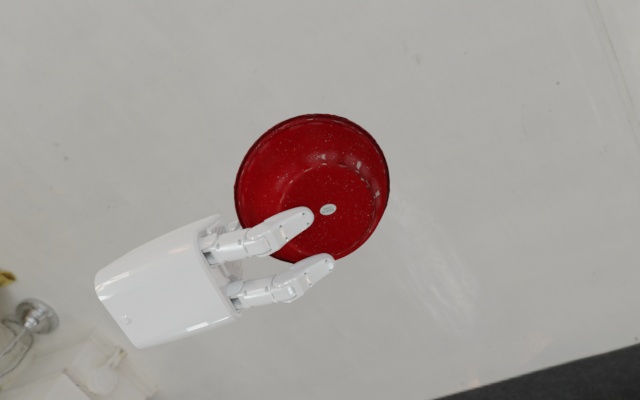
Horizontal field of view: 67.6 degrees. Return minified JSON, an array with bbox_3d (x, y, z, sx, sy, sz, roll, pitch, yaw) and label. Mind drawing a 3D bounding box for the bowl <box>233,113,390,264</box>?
[{"bbox_3d":[0.001,0.001,0.458,0.162,0.162,0.055,0,20,-15],"label":"bowl"}]
